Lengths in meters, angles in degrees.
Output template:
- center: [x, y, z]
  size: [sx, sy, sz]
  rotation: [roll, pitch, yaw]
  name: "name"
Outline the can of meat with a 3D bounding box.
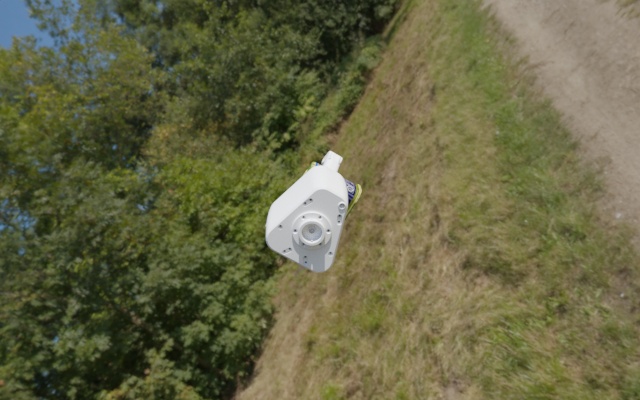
- center: [0.000, 0.002, 0.731]
  size: [0.084, 0.102, 0.057]
  rotation: [29, 17, -9]
  name: "can of meat"
